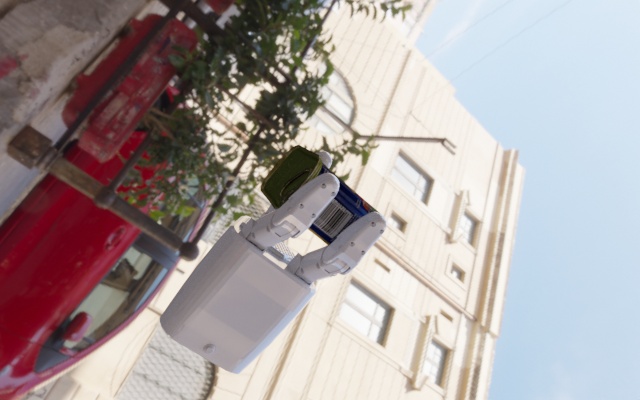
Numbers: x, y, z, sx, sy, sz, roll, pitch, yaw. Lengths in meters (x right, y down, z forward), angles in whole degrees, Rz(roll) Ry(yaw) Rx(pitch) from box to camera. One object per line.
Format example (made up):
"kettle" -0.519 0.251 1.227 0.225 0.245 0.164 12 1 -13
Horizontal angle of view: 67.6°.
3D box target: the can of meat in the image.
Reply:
"can of meat" 0.000 0.002 0.435 0.084 0.057 0.102 40 0 -21
